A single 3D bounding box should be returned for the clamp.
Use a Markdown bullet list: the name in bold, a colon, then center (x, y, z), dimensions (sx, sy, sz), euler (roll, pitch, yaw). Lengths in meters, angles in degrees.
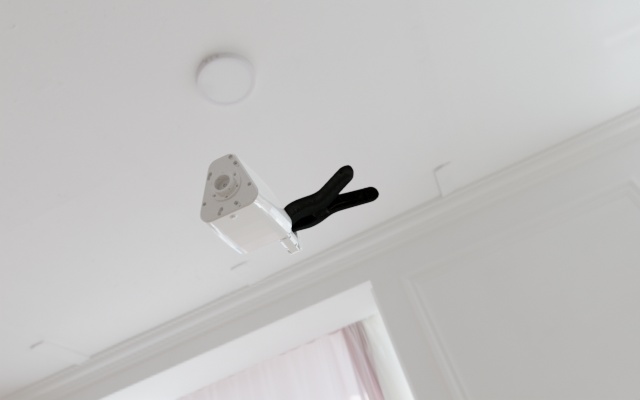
- **clamp**: center (0.000, 0.002, 0.735), dimensions (0.171, 0.039, 0.120), euler (-26, -33, 8)
